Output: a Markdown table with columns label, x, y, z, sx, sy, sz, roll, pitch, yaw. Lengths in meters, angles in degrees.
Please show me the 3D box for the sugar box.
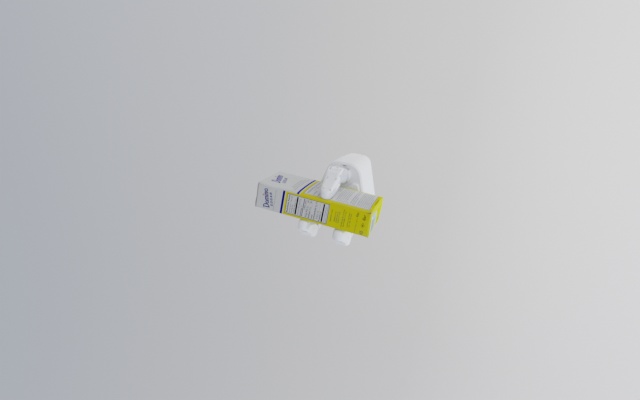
| label | x | y | z | sx | sy | sz | roll | pitch | yaw |
| --- | --- | --- | --- | --- | --- | --- | --- | --- | --- |
| sugar box | 0.000 | 0.003 | 0.727 | 0.176 | 0.048 | 0.093 | 13 | 17 | 14 |
